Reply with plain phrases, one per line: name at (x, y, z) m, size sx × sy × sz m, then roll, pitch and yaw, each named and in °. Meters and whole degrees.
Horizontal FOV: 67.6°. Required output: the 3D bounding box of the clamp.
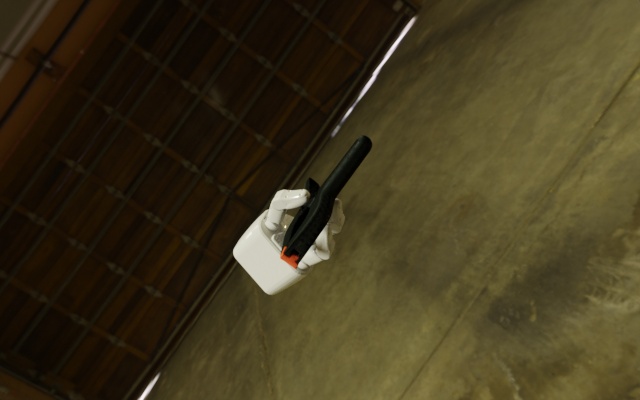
clamp at (-0.001, 0.002, 0.684) m, size 0.036 × 0.209 × 0.165 m, roll 36°, pitch -45°, yaw -13°
